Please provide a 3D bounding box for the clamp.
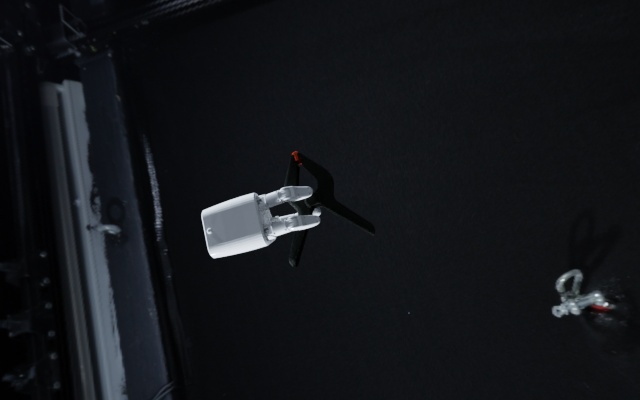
[{"bbox_3d":[0.000,0.003,0.882,0.164,0.210,0.036,-16,-15,5],"label":"clamp"}]
